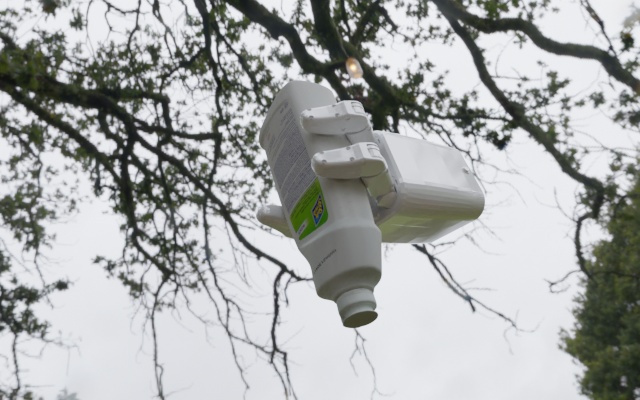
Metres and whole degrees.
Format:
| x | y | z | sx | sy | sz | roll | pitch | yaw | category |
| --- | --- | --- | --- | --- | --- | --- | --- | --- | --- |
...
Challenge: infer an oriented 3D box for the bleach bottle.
| x | y | z | sx | sy | sz | roll | pitch | yaw | category |
| --- | --- | --- | --- | --- | --- | --- | --- | --- | --- |
| 0.000 | 0.001 | 0.447 | 0.068 | 0.250 | 0.103 | 7 | -43 | -27 | bleach bottle |
